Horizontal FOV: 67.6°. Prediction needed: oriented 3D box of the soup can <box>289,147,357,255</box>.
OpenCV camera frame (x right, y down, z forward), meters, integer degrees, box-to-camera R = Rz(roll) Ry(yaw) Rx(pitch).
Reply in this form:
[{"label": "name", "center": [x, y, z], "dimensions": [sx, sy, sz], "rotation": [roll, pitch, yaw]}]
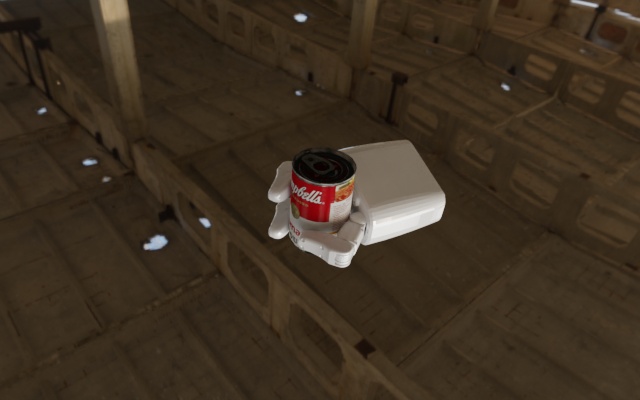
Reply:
[{"label": "soup can", "center": [0.000, 0.002, 0.527], "dimensions": [0.068, 0.102, 0.068], "rotation": [4, 39, -3]}]
